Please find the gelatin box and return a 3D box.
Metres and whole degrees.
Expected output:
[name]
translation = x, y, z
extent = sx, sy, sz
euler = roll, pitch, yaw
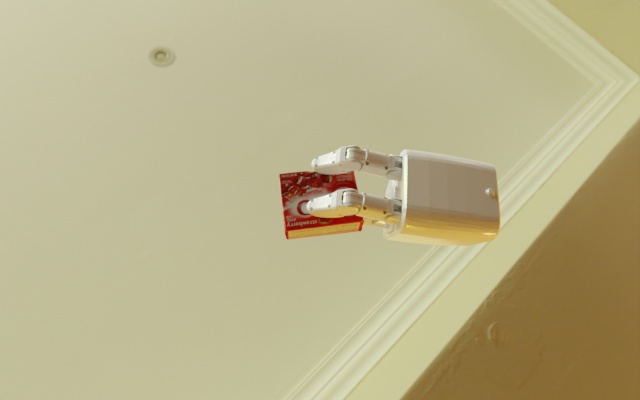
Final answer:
[gelatin box]
translation = 0.000, 0.002, 0.546
extent = 0.089, 0.073, 0.030
euler = -7, -26, -4
